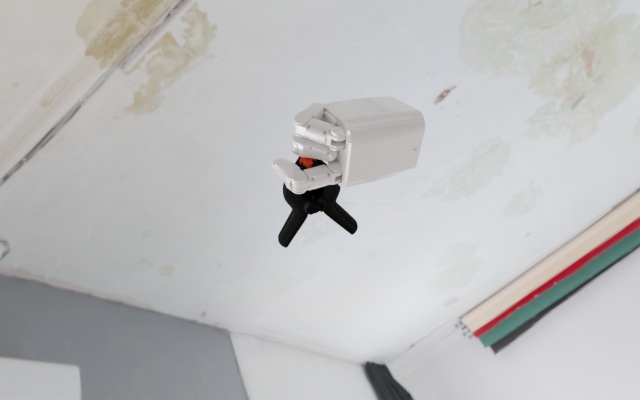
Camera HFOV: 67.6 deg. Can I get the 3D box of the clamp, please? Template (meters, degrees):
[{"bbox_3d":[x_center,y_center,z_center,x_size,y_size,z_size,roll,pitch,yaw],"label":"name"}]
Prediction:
[{"bbox_3d":[0.000,0.002,0.671,0.120,0.039,0.172,-9,-41,-14],"label":"clamp"}]
